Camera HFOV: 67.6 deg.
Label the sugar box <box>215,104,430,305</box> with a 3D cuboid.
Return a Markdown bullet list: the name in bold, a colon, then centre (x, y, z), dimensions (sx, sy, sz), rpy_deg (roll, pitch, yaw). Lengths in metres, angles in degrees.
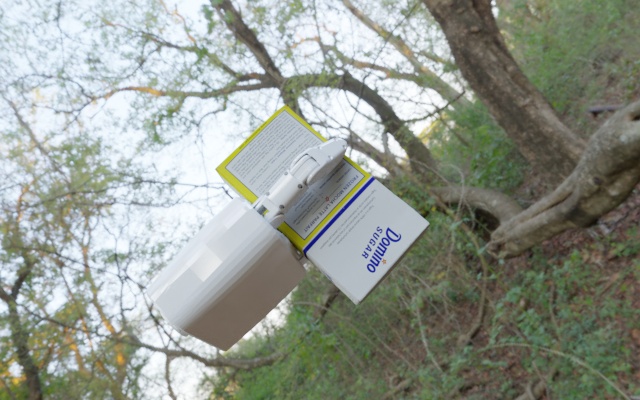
- **sugar box**: centre (0.000, 0.002, 0.434), dimensions (0.176, 0.093, 0.048), rpy_deg (42, -10, 12)
